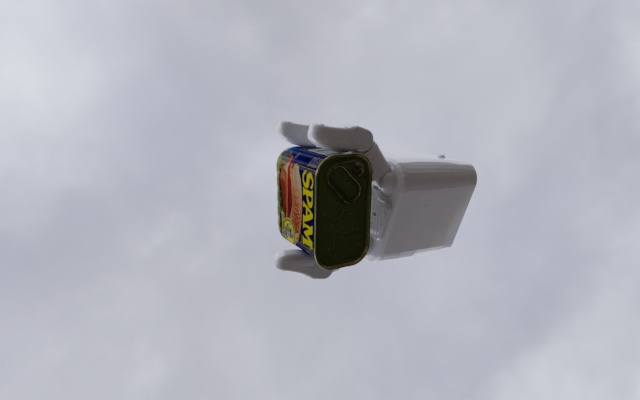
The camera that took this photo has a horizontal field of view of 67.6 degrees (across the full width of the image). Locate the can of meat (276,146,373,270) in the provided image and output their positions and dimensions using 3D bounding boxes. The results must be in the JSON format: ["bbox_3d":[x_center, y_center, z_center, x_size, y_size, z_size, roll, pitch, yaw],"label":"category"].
[{"bbox_3d":[0.000,0.001,0.446,0.057,0.102,0.084,-7,16,-29],"label":"can of meat"}]
